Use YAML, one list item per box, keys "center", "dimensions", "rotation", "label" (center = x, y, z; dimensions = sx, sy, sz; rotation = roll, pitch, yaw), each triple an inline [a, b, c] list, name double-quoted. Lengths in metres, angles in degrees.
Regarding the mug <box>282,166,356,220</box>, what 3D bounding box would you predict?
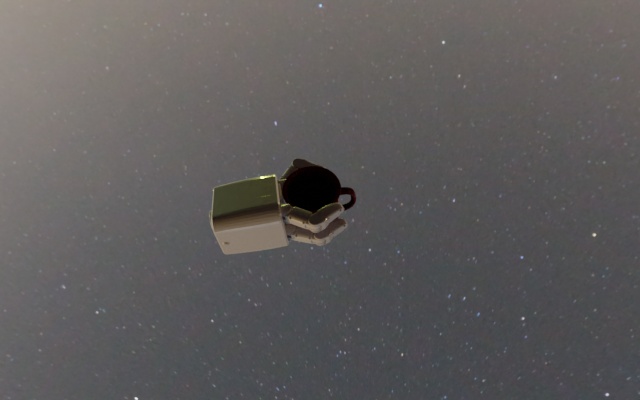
- center: [0.002, 0.002, 0.783]
  dimensions: [0.117, 0.093, 0.082]
  rotation: [-9, -35, -2]
  label: "mug"
